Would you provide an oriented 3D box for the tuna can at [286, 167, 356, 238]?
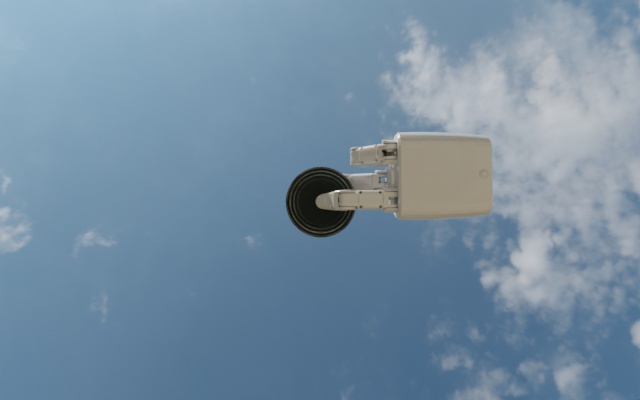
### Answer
[{"bbox_3d":[0.000,0.002,0.593,0.086,0.086,0.034,0,0,-3],"label":"tuna can"}]
